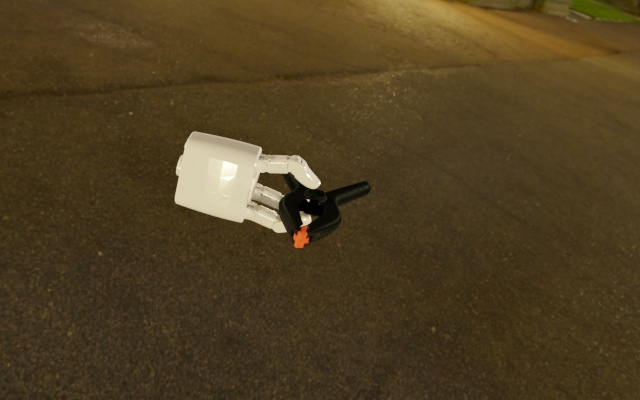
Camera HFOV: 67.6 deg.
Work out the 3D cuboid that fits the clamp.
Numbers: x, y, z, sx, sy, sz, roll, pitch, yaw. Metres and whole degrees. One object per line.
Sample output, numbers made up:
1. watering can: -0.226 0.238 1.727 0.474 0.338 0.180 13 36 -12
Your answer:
1. clamp: 0.000 0.002 0.731 0.164 0.036 0.209 13 33 -5
